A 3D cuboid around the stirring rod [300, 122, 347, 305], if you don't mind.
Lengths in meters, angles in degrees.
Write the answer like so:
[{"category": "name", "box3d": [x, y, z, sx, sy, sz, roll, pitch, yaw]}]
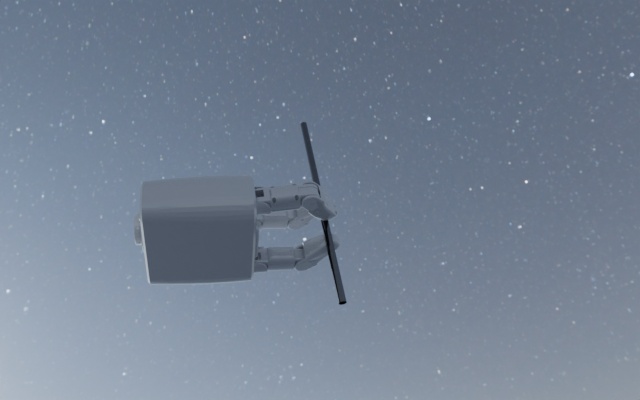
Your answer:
[{"category": "stirring rod", "box3d": [0.000, 0.002, 0.526, 0.011, 0.239, 0.011, -8, -35, -6]}]
